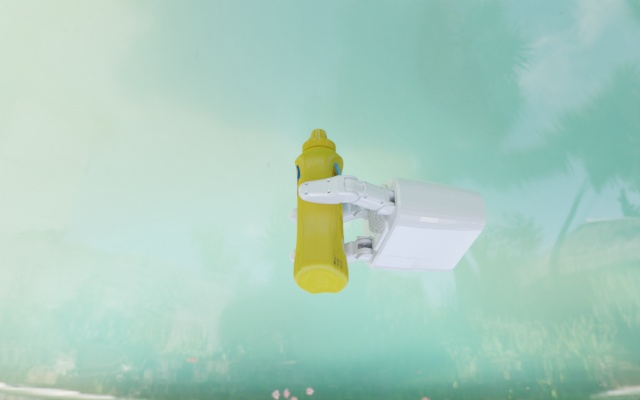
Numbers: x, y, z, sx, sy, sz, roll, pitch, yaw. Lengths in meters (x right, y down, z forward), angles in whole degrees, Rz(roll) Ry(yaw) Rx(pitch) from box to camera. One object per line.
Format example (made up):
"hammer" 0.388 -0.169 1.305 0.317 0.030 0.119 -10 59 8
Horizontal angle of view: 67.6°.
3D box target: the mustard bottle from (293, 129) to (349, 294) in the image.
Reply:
"mustard bottle" 0.000 0.002 0.541 0.058 0.191 0.096 -4 -27 7
